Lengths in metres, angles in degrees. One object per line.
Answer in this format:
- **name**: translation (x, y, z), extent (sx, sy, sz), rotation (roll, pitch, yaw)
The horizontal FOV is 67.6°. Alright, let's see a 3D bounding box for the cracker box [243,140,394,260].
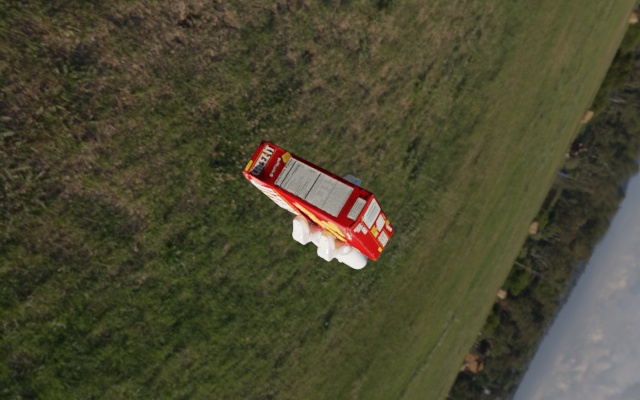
- **cracker box**: translation (0.000, 0.002, 0.772), extent (0.213, 0.072, 0.164), rotation (28, -10, 27)
